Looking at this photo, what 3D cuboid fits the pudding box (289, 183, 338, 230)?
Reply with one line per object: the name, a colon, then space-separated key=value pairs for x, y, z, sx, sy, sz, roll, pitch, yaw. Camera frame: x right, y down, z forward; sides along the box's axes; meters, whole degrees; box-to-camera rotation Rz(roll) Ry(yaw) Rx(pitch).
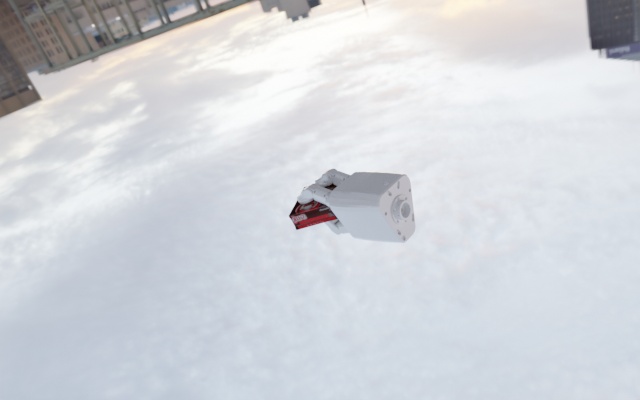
pudding box: x=0.000 y=0.003 z=0.890 sx=0.090 sy=0.039 sz=0.113 roll=-15 pitch=23 yaw=22
